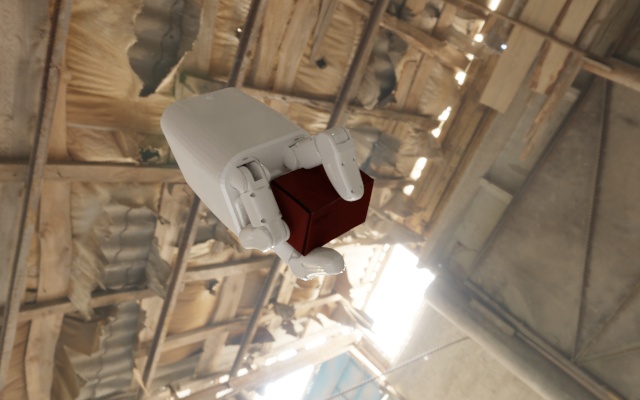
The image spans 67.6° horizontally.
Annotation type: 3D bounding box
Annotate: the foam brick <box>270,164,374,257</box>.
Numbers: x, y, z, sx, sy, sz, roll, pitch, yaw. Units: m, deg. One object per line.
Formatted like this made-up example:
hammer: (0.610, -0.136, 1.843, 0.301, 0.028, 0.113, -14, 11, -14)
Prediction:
foam brick: (0.000, 0.001, 0.419, 0.078, 0.053, 0.051, -26, 51, -36)
